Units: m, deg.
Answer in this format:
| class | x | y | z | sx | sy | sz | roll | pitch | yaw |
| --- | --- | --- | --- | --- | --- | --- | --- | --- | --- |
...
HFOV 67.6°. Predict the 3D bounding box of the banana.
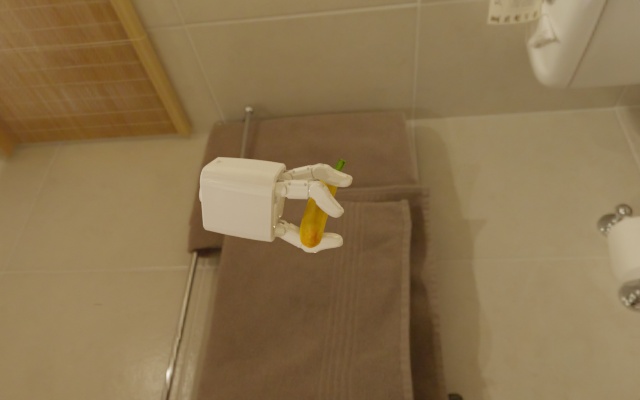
| class | x | y | z | sx | sy | sz | roll | pitch | yaw |
| --- | --- | --- | --- | --- | --- | --- | --- | --- | --- |
| banana | -0.004 | 0.013 | 0.718 | 0.037 | 0.070 | 0.197 | 19 | 42 | 0 |
